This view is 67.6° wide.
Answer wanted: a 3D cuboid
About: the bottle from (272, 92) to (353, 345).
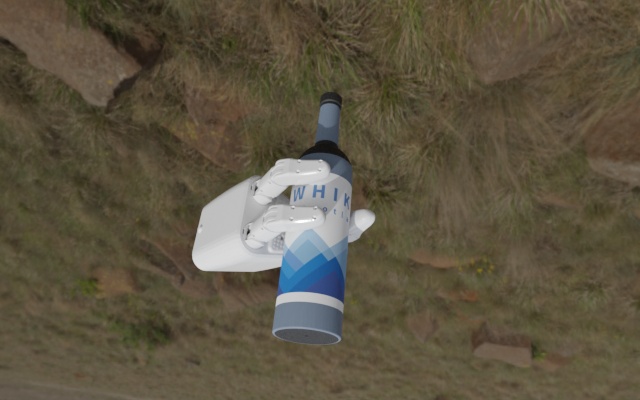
[{"bbox_3d":[0.000,0.002,0.526,0.069,0.295,0.069,5,-28,3],"label":"bottle"}]
